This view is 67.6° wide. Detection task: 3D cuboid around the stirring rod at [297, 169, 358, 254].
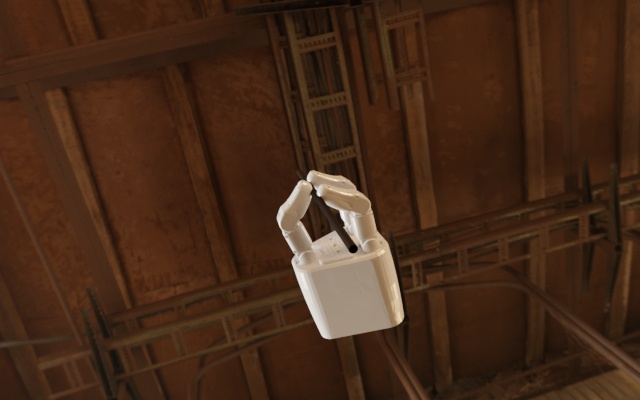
[{"bbox_3d":[0.000,0.002,0.501,0.011,0.011,0.239,0,19,-14],"label":"stirring rod"}]
